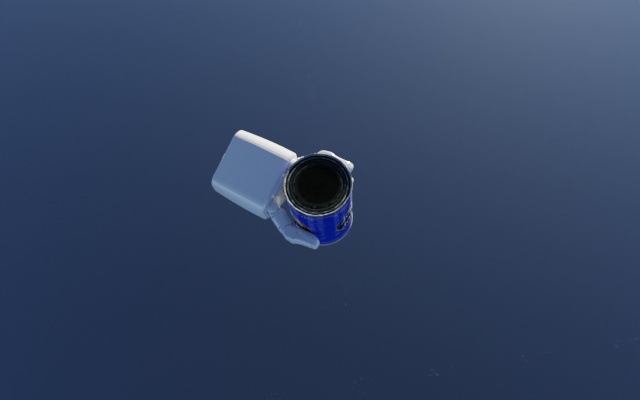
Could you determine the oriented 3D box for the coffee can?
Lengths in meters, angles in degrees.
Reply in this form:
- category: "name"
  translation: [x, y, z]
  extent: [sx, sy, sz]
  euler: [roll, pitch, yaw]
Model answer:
- category: "coffee can"
  translation: [0.000, 0.003, 0.761]
  extent: [0.103, 0.102, 0.140]
  euler: [0, -22, 4]
